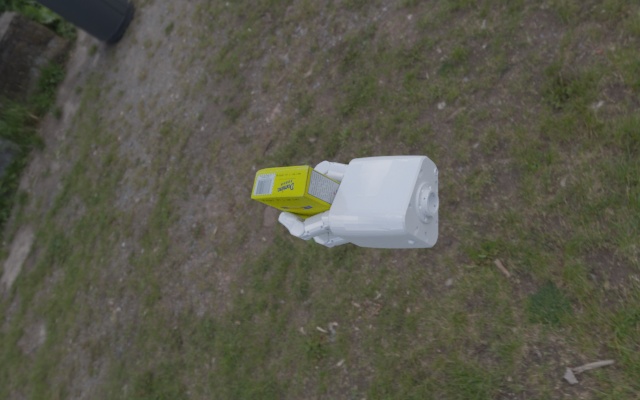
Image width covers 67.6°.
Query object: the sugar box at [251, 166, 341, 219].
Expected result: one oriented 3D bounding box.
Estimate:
[{"bbox_3d":[0.000,0.003,0.657,0.093,0.048,0.176,-1,-19,39],"label":"sugar box"}]
